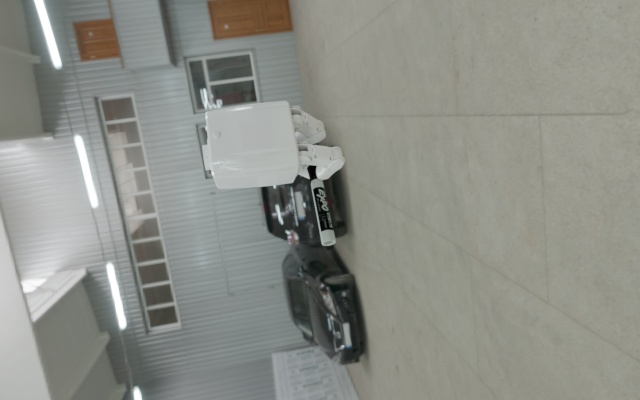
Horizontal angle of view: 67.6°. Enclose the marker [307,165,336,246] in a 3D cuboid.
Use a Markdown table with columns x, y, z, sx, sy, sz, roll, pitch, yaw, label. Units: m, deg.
| x | y | z | sx | sy | sz | roll | pitch | yaw | label |
| --- | --- | --- | --- | --- | --- | --- | --- | --- | --- |
| 0.000 | 0.002 | 0.645 | 0.020 | 0.121 | 0.020 | -9 | -25 | -4 | marker |
